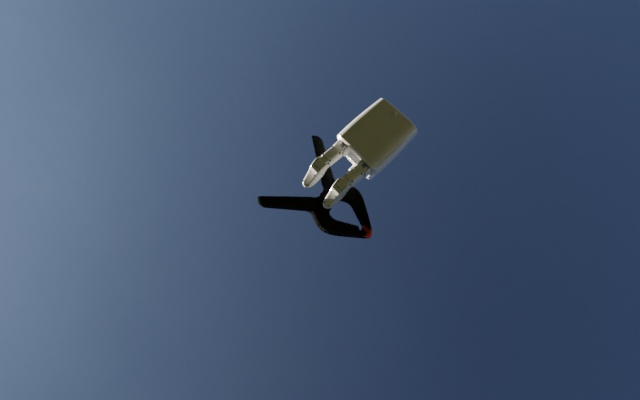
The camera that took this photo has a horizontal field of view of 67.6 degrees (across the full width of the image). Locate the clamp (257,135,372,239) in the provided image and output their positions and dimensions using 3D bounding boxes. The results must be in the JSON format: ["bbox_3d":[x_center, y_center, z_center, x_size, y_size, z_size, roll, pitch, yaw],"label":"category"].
[{"bbox_3d":[0.001,0.003,0.843,0.210,0.164,0.036,46,-4,20],"label":"clamp"}]
